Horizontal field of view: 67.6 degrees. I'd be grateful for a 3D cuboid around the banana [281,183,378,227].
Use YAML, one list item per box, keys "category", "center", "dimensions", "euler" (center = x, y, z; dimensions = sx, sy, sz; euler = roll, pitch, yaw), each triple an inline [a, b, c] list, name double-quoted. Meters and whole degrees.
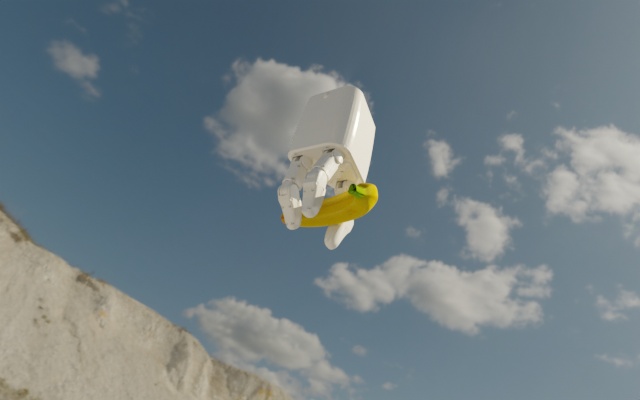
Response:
- category: "banana"
  center: [0.018, 0.006, 0.628]
  dimensions: [0.069, 0.037, 0.198]
  euler: [17, -22, -25]
